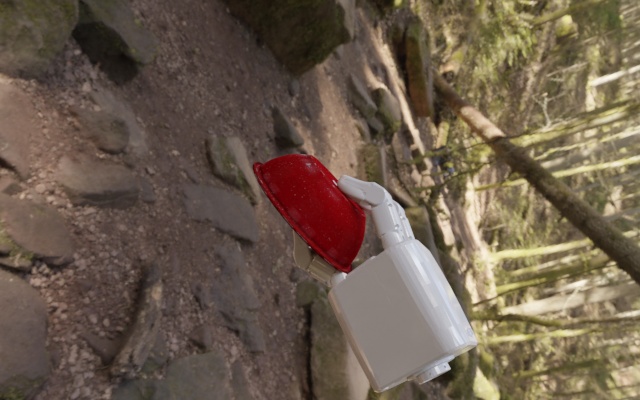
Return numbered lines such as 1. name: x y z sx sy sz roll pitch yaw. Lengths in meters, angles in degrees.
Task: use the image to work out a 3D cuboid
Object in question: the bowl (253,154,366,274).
1. bowl: 0.000 0.000 0.526 0.055 0.162 0.162 -42 -7 7
